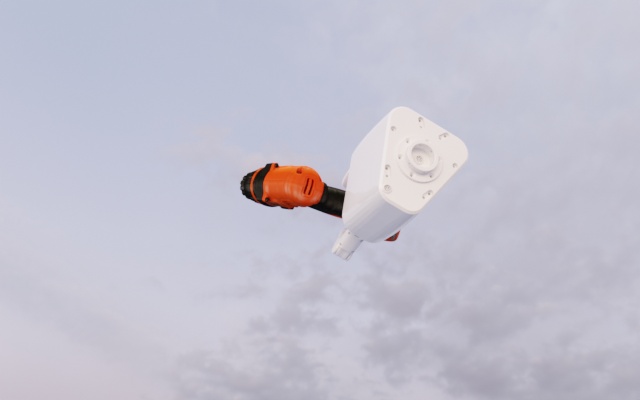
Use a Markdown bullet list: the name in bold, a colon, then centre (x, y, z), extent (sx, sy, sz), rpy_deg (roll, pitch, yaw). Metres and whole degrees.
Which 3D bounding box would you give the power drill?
- **power drill**: centre (0.001, 0.002, 0.623), extent (0.188, 0.057, 0.184), rpy_deg (17, -4, -28)
